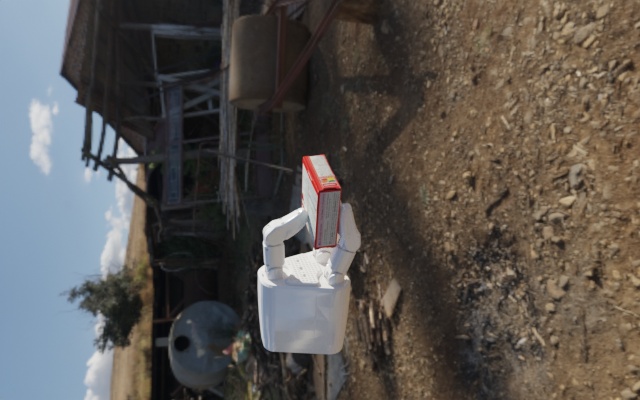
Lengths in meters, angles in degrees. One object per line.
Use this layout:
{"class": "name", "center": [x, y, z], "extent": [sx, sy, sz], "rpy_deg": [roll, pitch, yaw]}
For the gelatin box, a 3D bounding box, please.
{"class": "gelatin box", "center": [0.000, 0.002, 0.567], "extent": [0.030, 0.089, 0.073], "rpy_deg": [-7, 38, -13]}
